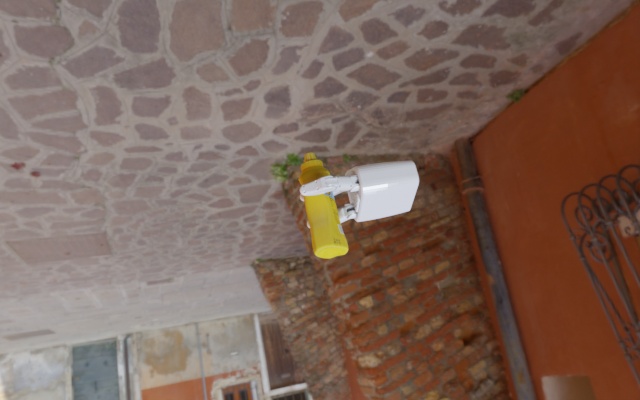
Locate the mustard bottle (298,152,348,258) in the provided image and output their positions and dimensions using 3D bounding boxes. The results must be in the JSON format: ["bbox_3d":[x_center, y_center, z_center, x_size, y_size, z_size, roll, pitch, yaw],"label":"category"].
[{"bbox_3d":[0.000,0.003,0.853,0.058,0.191,0.096,-17,-18,13],"label":"mustard bottle"}]
